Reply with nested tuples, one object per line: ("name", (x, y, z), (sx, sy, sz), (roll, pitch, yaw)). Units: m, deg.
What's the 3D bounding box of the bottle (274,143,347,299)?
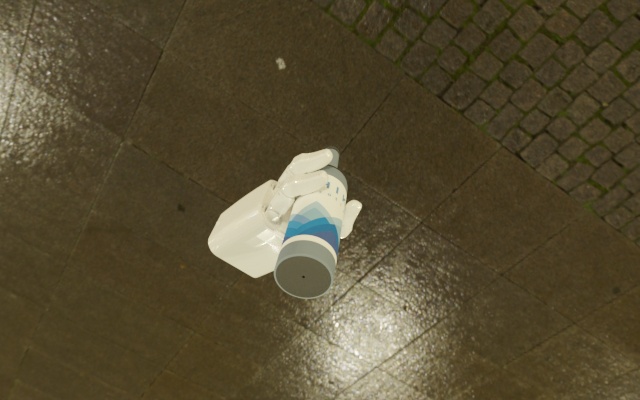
("bottle", (0.000, 0.002, 0.642), (0.069, 0.069, 0.295), (0, 34, 9))
